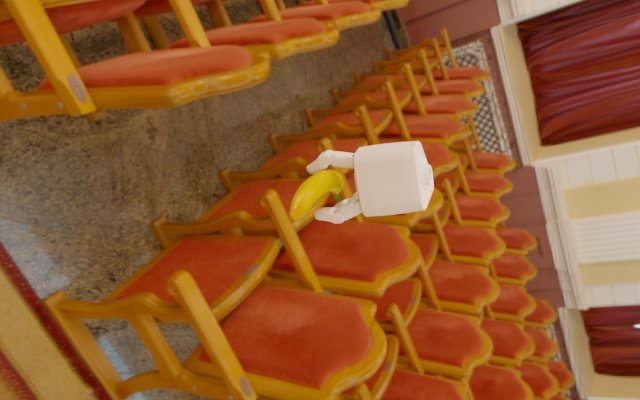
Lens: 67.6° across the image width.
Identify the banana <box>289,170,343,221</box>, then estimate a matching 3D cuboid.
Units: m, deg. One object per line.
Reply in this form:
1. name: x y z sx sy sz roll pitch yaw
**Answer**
1. banana: 0.000 -0.016 0.820 0.037 0.069 0.198 0 9 26
